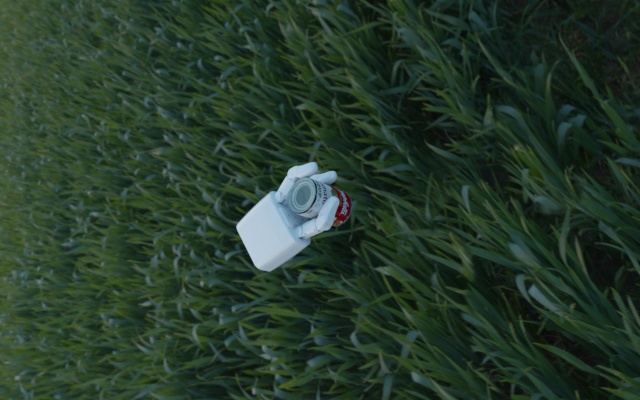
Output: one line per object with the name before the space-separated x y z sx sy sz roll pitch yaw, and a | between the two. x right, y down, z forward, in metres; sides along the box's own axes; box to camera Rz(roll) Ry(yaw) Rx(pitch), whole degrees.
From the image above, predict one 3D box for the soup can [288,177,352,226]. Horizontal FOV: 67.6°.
soup can | 0.000 0.003 0.863 0.068 0.068 0.102 0 -14 42
